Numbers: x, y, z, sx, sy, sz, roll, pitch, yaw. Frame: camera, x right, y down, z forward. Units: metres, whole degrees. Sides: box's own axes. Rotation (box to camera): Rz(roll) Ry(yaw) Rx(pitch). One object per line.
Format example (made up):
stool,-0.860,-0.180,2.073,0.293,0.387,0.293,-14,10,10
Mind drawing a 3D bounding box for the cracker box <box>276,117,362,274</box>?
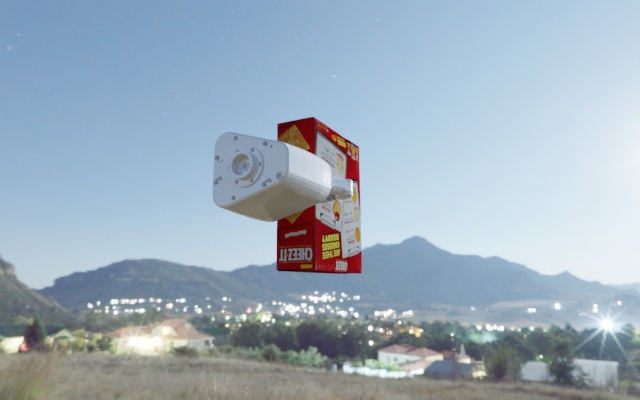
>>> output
cracker box,0.000,0.002,0.725,0.072,0.213,0.164,-5,-11,27
